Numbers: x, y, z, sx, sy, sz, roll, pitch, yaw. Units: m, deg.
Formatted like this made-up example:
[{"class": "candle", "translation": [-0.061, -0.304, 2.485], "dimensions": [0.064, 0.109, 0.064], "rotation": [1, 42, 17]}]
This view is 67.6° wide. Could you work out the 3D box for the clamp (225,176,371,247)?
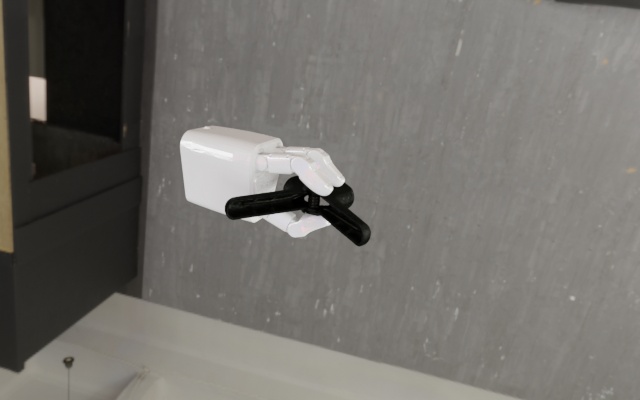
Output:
[{"class": "clamp", "translation": [0.000, 0.003, 0.601], "dimensions": [0.164, 0.036, 0.210], "rotation": [14, 19, 15]}]
